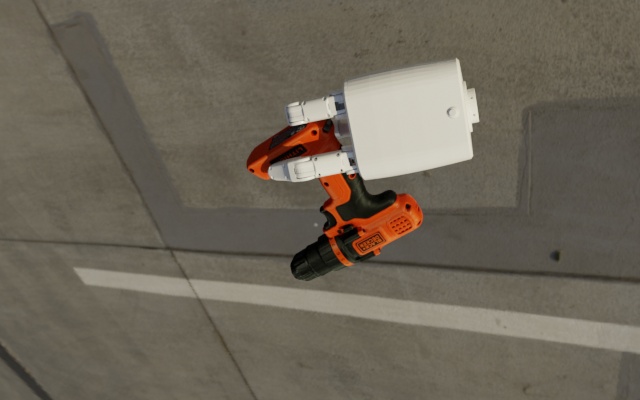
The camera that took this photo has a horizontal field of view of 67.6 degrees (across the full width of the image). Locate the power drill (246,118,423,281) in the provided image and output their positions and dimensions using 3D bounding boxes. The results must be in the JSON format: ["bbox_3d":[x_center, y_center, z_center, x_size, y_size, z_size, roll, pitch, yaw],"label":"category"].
[{"bbox_3d":[0.000,0.001,0.563,0.184,0.188,0.057,-31,27,19],"label":"power drill"}]
